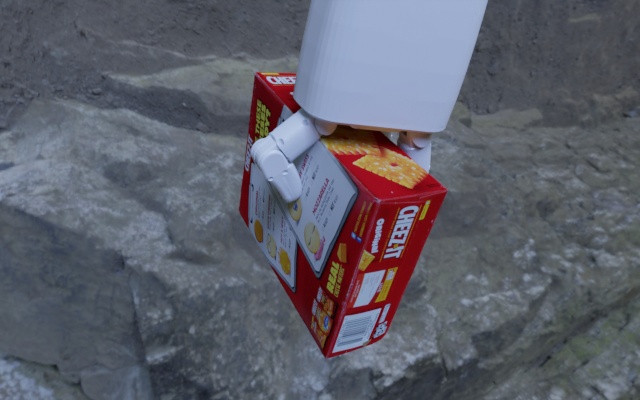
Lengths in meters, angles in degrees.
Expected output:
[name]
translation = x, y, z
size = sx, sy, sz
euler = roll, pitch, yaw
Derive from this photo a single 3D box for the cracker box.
[cracker box]
translation = 0.000, 0.002, 0.431
size = 0.072, 0.164, 0.213
euler = -7, 38, -29
